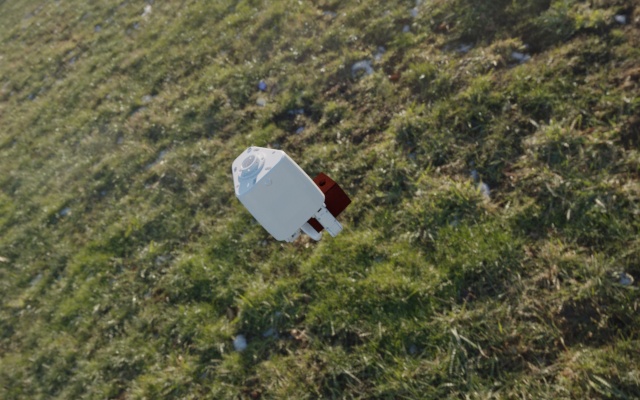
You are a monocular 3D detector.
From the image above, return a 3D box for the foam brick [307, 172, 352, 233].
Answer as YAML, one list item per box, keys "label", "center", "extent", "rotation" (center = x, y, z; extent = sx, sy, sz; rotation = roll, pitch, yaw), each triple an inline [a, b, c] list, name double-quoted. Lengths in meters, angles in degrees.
- label: "foam brick"
  center: [0.000, 0.002, 0.775]
  extent: [0.051, 0.078, 0.053]
  rotation: [49, -5, -35]
